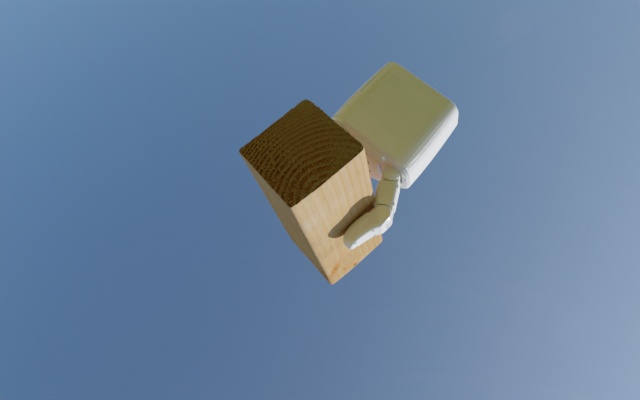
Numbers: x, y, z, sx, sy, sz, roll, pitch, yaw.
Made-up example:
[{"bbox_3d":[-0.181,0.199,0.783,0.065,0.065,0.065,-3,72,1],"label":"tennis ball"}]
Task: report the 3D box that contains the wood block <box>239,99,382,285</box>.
[{"bbox_3d":[0.001,0.002,0.530,0.090,0.090,0.206,45,-11,29],"label":"wood block"}]
